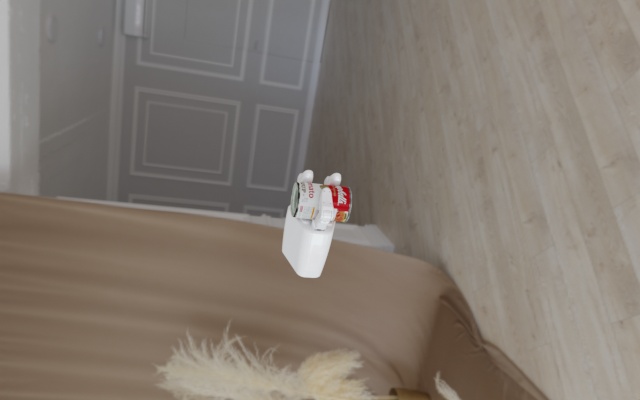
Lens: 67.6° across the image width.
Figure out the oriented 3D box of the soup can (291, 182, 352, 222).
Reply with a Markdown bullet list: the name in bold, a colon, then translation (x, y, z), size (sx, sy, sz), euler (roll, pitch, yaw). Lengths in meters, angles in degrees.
- **soup can**: translation (0.000, 0.003, 0.893), size (0.102, 0.068, 0.068), euler (6, -1, -13)
